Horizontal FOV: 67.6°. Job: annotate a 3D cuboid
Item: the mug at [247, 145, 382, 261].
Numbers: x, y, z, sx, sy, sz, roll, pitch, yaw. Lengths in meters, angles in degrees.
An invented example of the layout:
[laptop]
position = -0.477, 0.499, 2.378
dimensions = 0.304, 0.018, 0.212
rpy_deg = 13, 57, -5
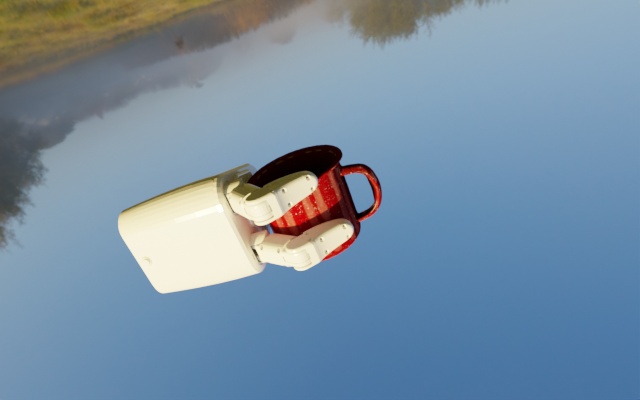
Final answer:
[mug]
position = 0.002, 0.001, 0.447
dimensions = 0.117, 0.081, 0.093
rpy_deg = -15, 26, 14
